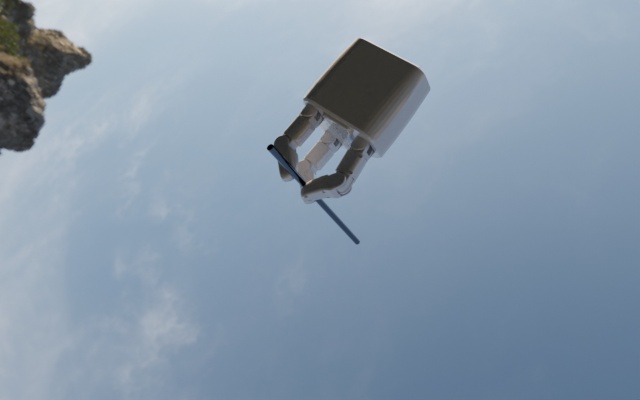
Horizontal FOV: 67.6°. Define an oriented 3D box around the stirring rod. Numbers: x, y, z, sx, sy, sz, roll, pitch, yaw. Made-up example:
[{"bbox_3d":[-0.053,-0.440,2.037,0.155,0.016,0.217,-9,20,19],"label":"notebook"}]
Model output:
[{"bbox_3d":[0.000,0.002,0.587,0.011,0.011,0.240,0,-28,30],"label":"stirring rod"}]
